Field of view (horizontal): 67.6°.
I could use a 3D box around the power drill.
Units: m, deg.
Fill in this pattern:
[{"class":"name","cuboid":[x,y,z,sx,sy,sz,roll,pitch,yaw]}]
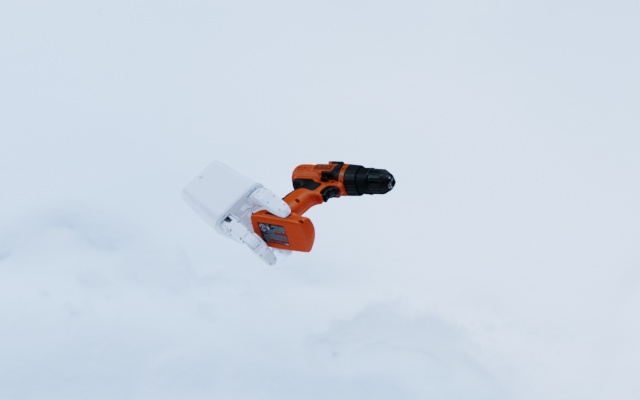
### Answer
[{"class":"power drill","cuboid":[0.000,0.003,0.723,0.184,0.057,0.187,3,32,35]}]
